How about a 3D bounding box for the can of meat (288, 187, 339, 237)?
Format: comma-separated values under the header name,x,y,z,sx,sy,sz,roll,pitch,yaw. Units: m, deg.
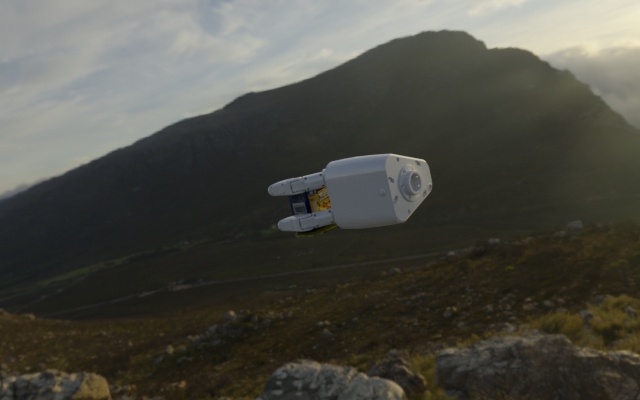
name,x,y,z,sx,sy,sz,roll,pitch,yaw
can of meat,0.000,0.002,0.742,0.102,0.084,0.057,-20,10,-40
